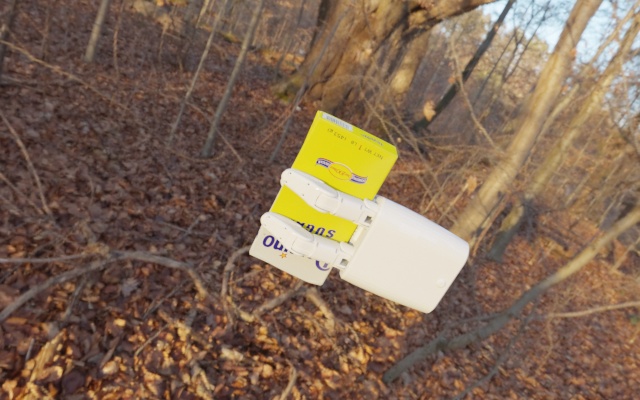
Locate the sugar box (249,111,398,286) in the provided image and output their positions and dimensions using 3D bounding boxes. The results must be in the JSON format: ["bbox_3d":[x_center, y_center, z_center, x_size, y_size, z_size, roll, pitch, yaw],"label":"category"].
[{"bbox_3d":[0.000,0.002,0.519,0.093,0.176,0.048,26,20,-5],"label":"sugar box"}]
